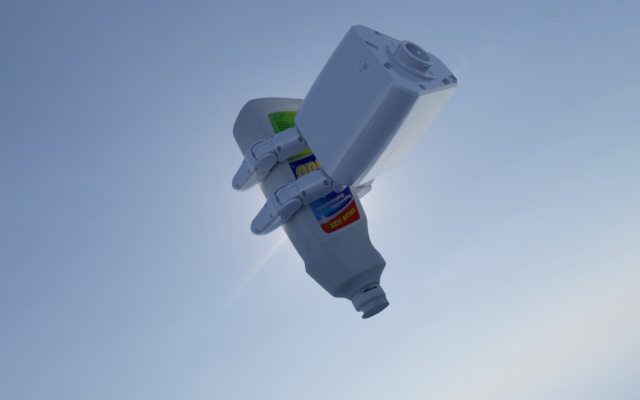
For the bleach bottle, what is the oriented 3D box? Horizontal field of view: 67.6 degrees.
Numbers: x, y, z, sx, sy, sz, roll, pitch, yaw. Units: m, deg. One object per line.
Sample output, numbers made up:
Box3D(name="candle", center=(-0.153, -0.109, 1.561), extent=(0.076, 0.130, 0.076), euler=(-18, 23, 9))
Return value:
Box3D(name="bleach bottle", center=(0.000, 0.002, 0.487), extent=(0.102, 0.250, 0.068), euler=(-6, -36, -39))
